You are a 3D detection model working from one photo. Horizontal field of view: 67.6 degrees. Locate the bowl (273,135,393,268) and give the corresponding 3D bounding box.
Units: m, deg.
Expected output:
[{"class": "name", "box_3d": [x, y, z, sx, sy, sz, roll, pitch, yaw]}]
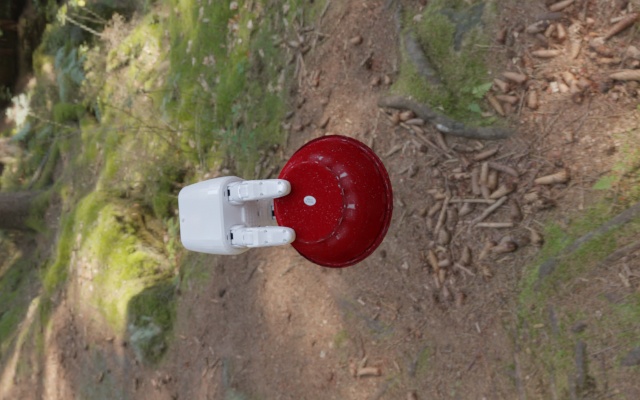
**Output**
[{"class": "bowl", "box_3d": [0.001, 0.001, 0.555, 0.162, 0.162, 0.055, 0, 1, 30]}]
